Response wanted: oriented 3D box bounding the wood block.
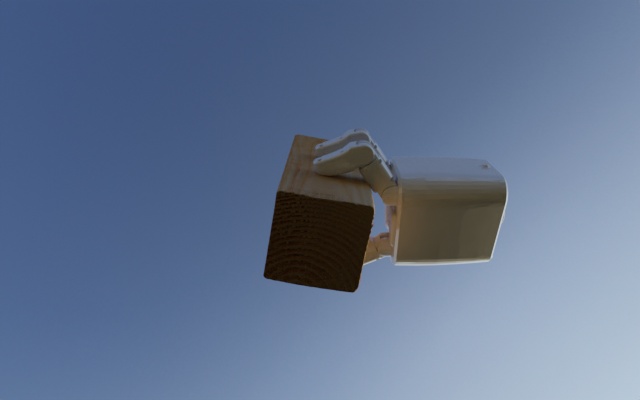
[{"bbox_3d":[0.000,0.002,0.519,0.090,0.091,0.206,9,21,-2],"label":"wood block"}]
